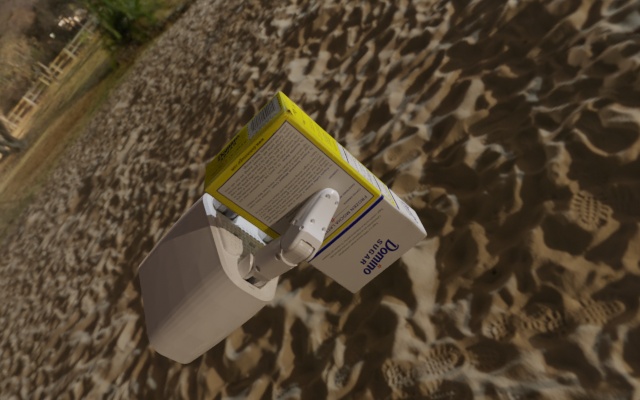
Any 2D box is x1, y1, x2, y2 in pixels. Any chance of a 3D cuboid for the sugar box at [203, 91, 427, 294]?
[{"bbox_3d":[0.000,0.001,0.407,0.176,0.093,0.048,38,20,-31],"label":"sugar box"}]
